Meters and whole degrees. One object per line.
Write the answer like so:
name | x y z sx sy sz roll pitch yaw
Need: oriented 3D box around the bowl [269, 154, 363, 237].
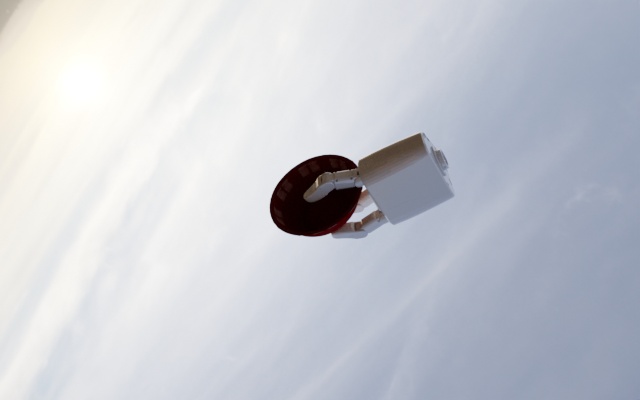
bowl | -0.001 0.003 0.777 0.162 0.162 0.055 0 -36 27
